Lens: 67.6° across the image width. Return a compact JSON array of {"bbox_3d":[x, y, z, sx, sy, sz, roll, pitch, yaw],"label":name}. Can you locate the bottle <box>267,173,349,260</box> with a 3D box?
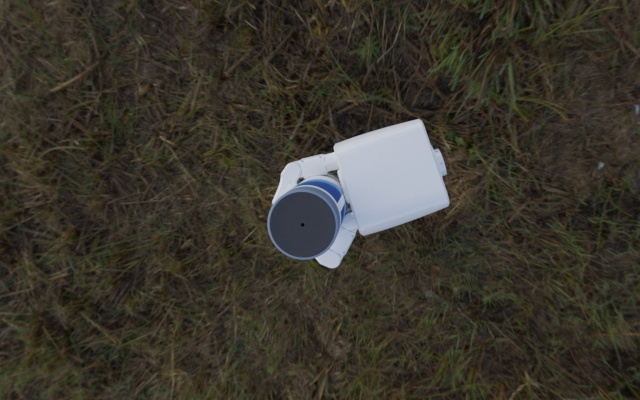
[{"bbox_3d":[0.000,0.002,0.583,0.069,0.069,0.295,0,8,7],"label":"bottle"}]
